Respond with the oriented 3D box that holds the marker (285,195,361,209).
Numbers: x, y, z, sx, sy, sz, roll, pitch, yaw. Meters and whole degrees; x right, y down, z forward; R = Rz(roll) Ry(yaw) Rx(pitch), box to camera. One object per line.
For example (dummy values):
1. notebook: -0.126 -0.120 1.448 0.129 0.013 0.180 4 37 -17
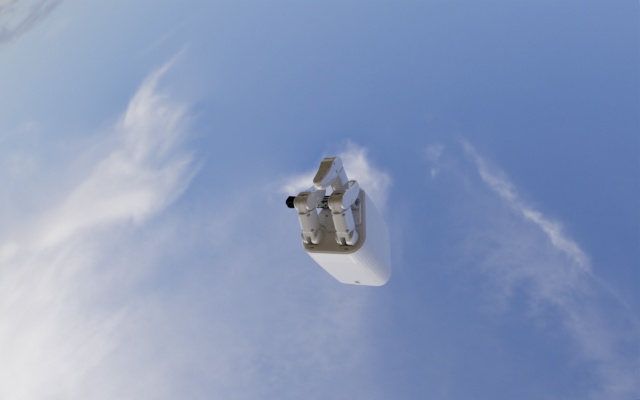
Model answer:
1. marker: 0.000 0.002 0.674 0.121 0.020 0.020 -1 -1 35
